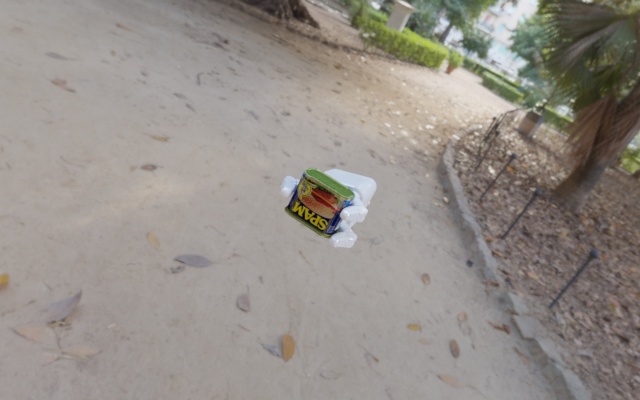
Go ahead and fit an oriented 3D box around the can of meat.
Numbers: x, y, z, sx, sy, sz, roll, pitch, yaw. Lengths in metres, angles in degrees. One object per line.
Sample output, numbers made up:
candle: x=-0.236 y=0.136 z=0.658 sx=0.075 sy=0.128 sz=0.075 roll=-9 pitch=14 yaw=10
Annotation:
can of meat: x=0.000 y=0.002 z=0.833 sx=0.102 sy=0.084 sz=0.057 roll=33 pitch=23 yaw=13
